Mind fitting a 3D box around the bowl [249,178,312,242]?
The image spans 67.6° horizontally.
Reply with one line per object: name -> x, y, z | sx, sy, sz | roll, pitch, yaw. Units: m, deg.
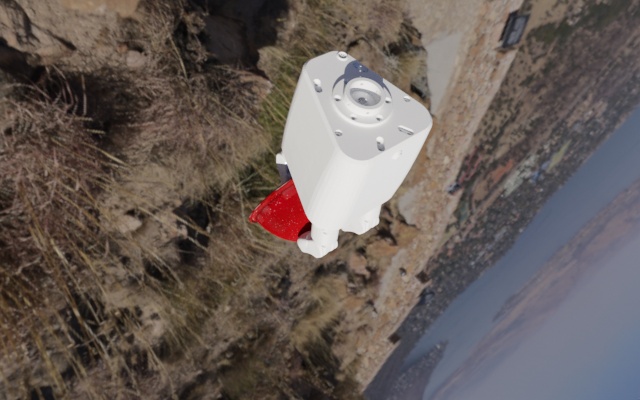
bowl -> 0.000, 0.002, 0.553 | 0.162, 0.055, 0.162 | -32, -7, -4
